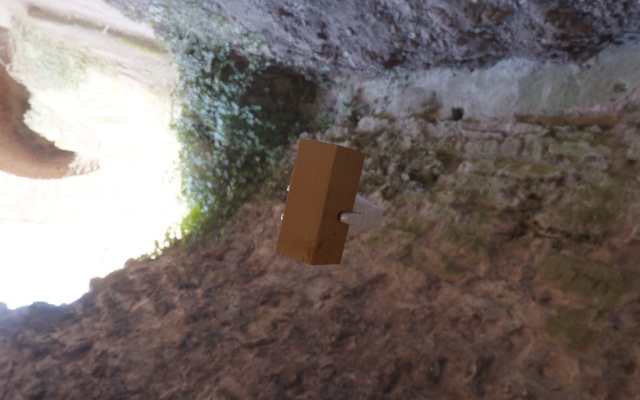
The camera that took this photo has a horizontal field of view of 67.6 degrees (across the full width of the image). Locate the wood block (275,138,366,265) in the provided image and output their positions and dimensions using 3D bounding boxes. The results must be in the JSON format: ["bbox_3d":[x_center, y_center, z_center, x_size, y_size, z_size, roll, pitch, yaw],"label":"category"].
[{"bbox_3d":[0.001,0.003,0.850,0.091,0.206,0.090,15,4,38],"label":"wood block"}]
